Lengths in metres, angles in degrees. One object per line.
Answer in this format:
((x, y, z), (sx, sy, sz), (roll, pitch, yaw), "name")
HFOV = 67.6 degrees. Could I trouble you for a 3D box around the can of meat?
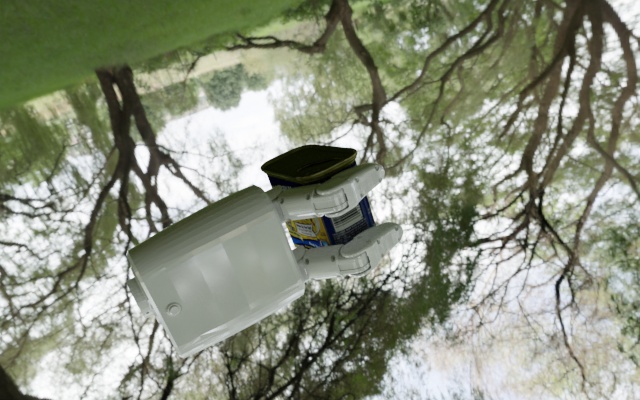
((0.000, 0.002, 0.419), (0.057, 0.084, 0.102), (-28, 21, -24), "can of meat")
